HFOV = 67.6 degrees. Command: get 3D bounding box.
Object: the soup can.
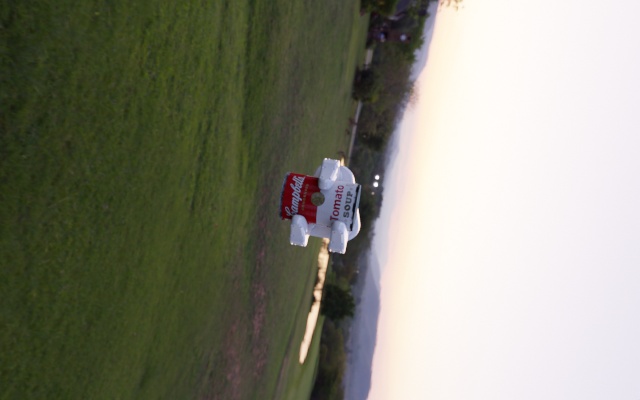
[{"bbox_3d":[0.000,0.002,0.658,0.102,0.068,0.068,10,1,7],"label":"soup can"}]
